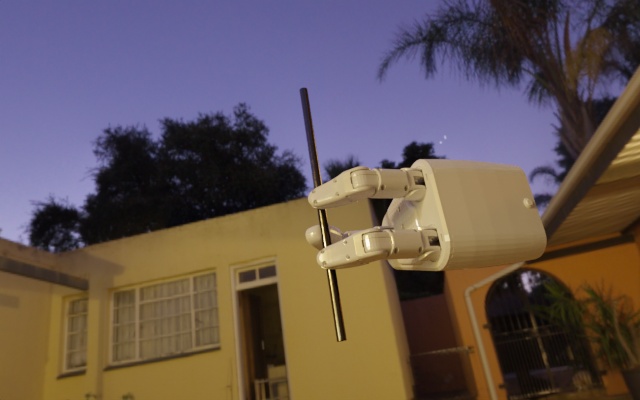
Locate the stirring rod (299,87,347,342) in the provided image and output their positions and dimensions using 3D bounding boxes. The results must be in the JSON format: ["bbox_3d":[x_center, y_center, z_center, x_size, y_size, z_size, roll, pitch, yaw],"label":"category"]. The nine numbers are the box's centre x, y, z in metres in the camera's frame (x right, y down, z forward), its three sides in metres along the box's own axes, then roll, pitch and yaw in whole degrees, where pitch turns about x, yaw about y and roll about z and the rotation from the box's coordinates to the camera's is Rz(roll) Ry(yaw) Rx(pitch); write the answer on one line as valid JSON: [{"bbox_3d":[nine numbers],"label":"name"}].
[{"bbox_3d":[0.000,0.002,0.424,0.011,0.239,0.011,-7,-22,-3],"label":"stirring rod"}]
